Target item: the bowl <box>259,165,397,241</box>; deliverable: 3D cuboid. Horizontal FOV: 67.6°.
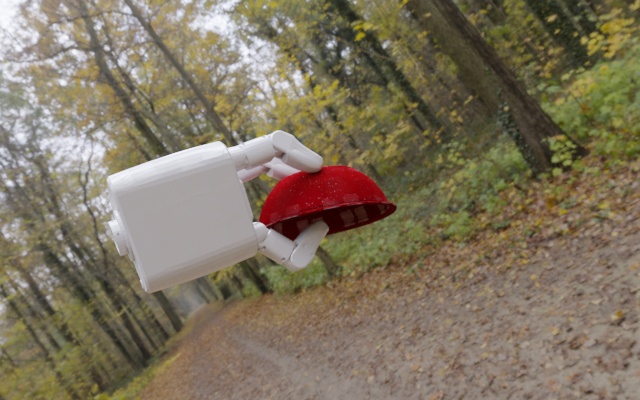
[{"bbox_3d":[0.001,0.001,0.532,0.162,0.055,0.162,-11,-13,-2],"label":"bowl"}]
